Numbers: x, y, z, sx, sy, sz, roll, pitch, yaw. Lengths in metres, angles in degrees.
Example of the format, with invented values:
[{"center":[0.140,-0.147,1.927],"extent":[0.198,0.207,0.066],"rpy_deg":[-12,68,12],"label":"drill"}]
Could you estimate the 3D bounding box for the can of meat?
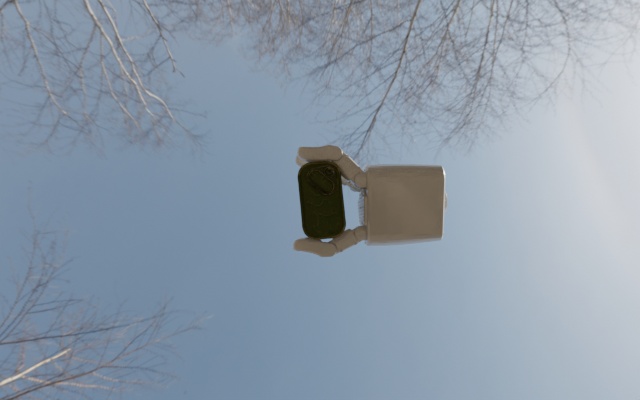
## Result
[{"center":[0.000,0.002,0.661],"extent":[0.057,0.102,0.084],"rpy_deg":[-6,-3,-3],"label":"can of meat"}]
